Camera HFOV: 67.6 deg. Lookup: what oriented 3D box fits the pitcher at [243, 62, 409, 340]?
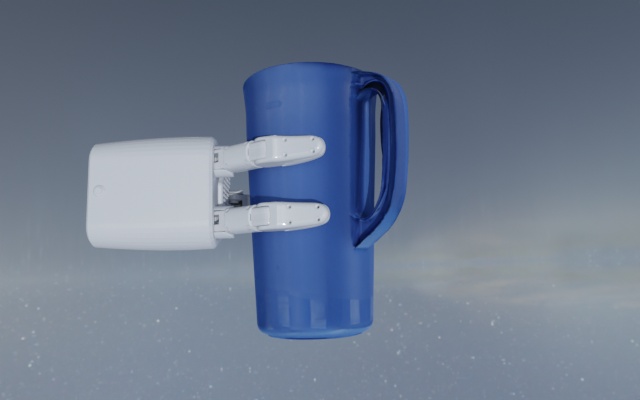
[{"bbox_3d":[0.000,0.001,0.452,0.145,0.243,0.149,-1,-8,-4],"label":"pitcher"}]
